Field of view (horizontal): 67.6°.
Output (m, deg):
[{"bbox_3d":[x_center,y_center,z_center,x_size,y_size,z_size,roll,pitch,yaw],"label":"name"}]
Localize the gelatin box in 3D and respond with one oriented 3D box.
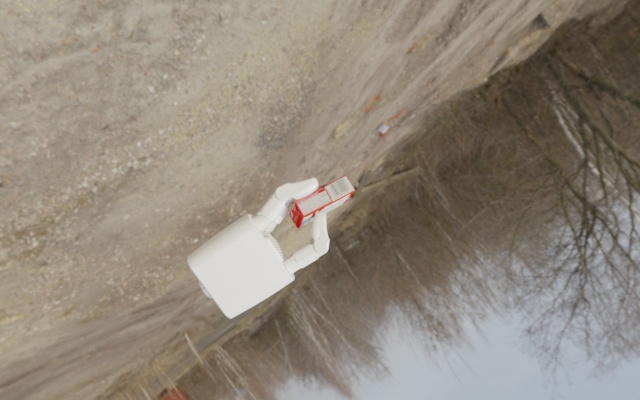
[{"bbox_3d":[0.001,0.003,0.700,0.089,0.030,0.073,-27,-9,-14],"label":"gelatin box"}]
